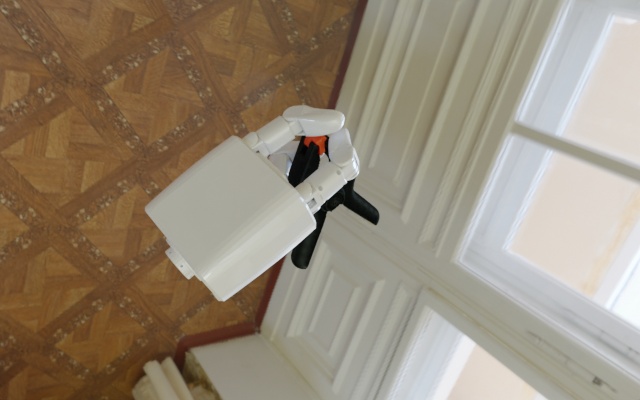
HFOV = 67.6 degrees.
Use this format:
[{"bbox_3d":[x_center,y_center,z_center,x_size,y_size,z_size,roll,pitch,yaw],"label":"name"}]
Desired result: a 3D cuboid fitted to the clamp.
[{"bbox_3d":[0.000,0.002,0.516,0.120,0.172,0.039,-40,46,-15],"label":"clamp"}]
